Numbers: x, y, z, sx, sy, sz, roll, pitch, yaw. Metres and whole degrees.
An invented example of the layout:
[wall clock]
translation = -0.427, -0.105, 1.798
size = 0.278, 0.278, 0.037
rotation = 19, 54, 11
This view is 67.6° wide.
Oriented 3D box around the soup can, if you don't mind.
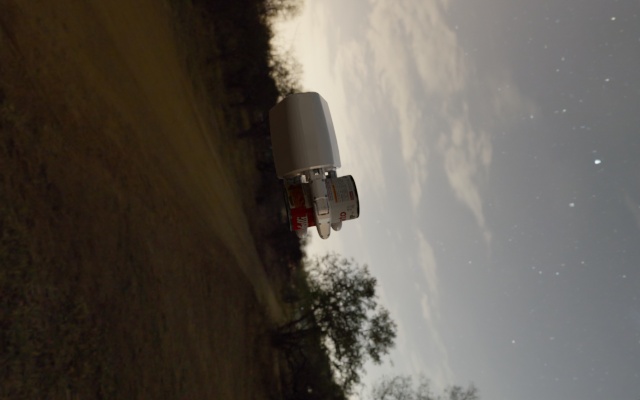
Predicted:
[soup can]
translation = 0.000, 0.003, 0.696
size = 0.102, 0.068, 0.068
rotation = -10, 1, -6
